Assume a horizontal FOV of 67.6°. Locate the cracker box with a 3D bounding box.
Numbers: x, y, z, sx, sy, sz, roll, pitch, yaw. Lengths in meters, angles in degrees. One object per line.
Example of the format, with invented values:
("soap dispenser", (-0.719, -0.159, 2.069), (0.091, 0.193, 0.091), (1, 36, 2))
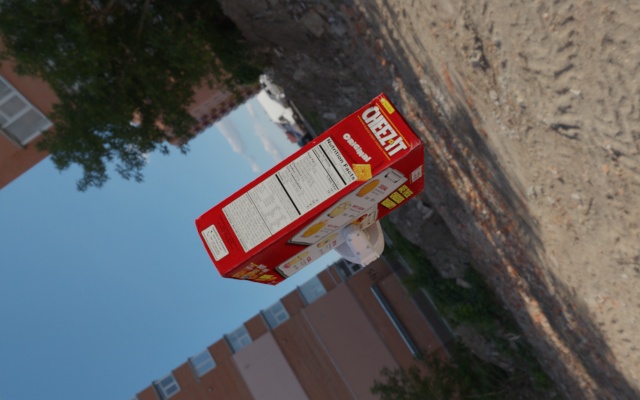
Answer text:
("cracker box", (0.000, 0.002, 0.497), (0.214, 0.072, 0.164), (-34, -17, 3))
